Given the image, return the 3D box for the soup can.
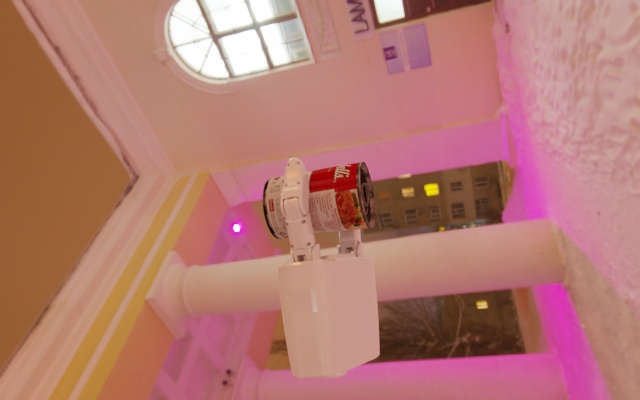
[{"bbox_3d":[0.000,0.001,0.493,0.102,0.068,0.068,-9,-3,16],"label":"soup can"}]
